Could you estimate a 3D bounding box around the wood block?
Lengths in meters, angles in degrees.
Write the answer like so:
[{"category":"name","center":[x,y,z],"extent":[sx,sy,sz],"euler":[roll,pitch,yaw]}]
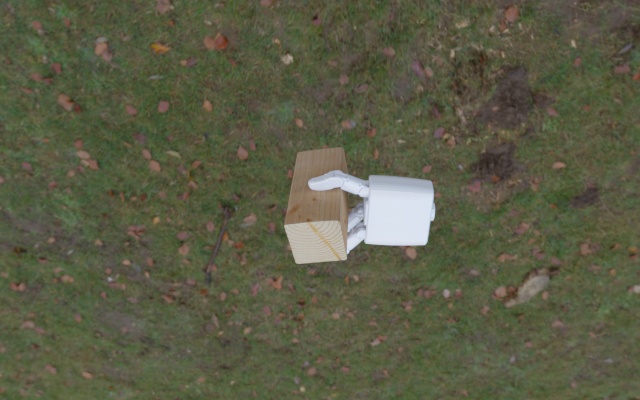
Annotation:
[{"category":"wood block","center":[0.000,0.003,0.844],"extent":[0.090,0.091,0.206],"euler":[-5,39,9]}]
